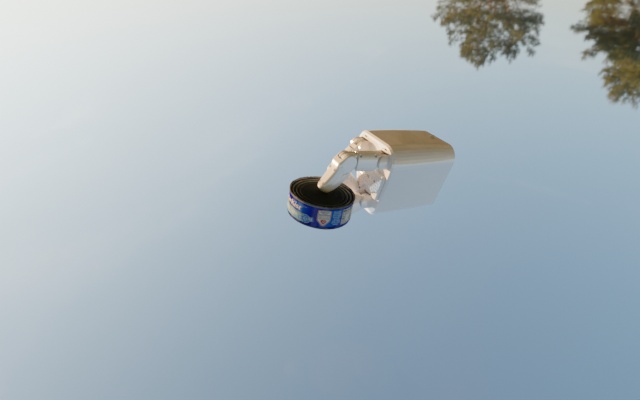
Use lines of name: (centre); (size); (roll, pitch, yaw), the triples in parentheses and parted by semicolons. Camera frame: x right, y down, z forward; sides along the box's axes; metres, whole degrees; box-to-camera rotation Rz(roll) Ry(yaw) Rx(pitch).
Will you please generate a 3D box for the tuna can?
tuna can: (0.000, 0.003, 0.618); (0.086, 0.034, 0.086); (8, 27, -4)
